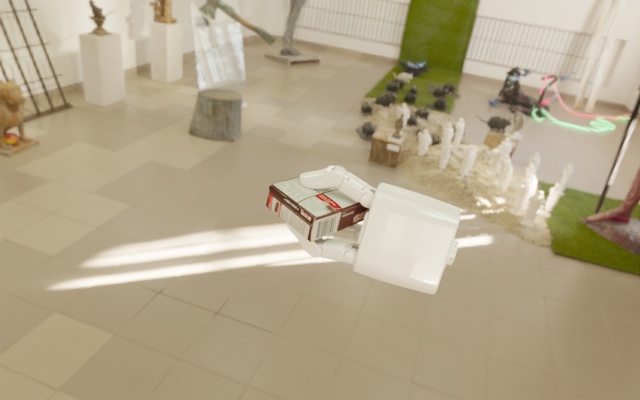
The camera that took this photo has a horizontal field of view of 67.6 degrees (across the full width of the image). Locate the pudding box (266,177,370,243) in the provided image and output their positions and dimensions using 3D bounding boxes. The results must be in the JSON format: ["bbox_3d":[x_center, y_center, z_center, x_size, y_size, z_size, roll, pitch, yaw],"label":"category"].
[{"bbox_3d":[0.000,0.002,0.628,0.113,0.039,0.090,-17,41,-42],"label":"pudding box"}]
